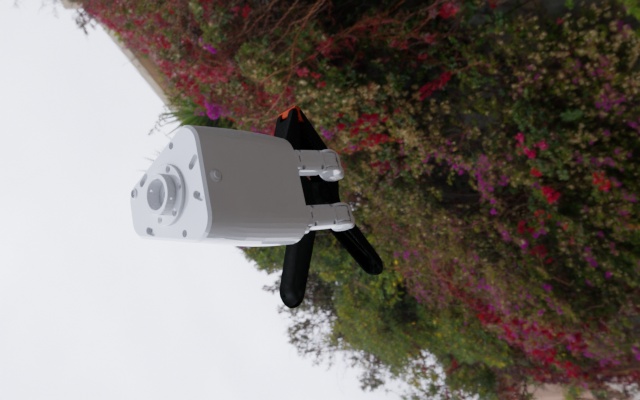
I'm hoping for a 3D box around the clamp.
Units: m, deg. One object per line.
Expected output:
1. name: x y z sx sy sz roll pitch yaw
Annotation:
1. clamp: -0.001 0.001 0.519 0.036 0.210 0.164 -21 -15 36
